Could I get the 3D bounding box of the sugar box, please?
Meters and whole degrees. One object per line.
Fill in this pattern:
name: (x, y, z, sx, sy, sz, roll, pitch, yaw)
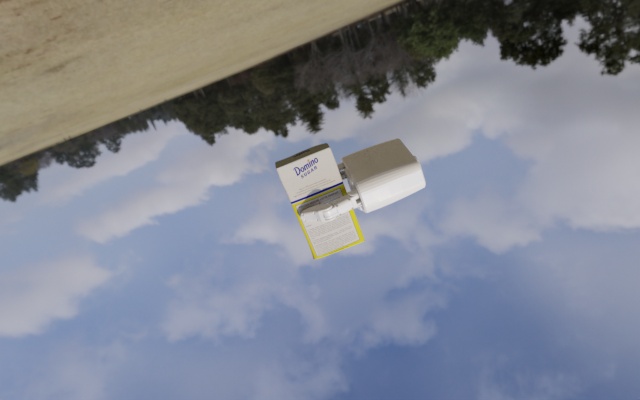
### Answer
sugar box: (0.000, 0.002, 0.786, 0.093, 0.176, 0.048, -21, 19, 0)
